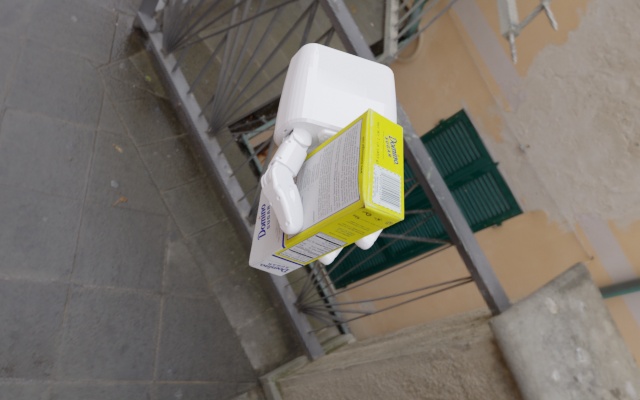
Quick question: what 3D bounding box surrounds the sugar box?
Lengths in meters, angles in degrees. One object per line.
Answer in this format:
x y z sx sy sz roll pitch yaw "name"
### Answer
0.001 0.001 0.439 0.048 0.093 0.176 22 -33 -27 "sugar box"
